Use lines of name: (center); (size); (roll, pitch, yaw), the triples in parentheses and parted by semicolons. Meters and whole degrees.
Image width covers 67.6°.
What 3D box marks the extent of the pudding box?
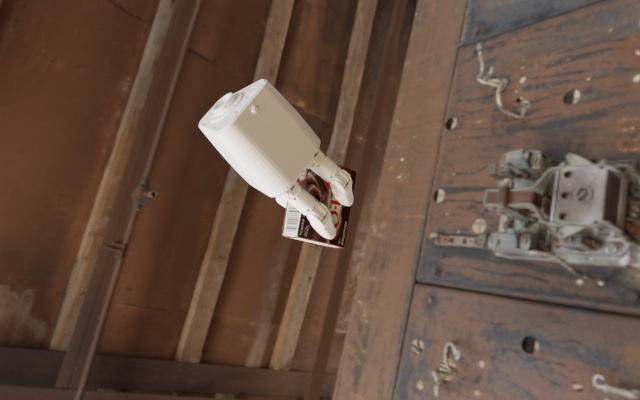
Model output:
pudding box: (0.000, 0.002, 0.646); (0.090, 0.113, 0.039); (17, -9, -42)
